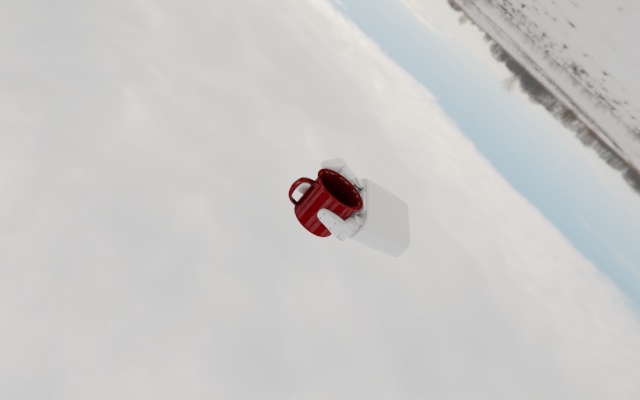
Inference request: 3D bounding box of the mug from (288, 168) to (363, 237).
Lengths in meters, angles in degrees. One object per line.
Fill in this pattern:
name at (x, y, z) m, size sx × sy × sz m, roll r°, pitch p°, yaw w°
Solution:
mug at (-0.001, 0.002, 0.790) m, size 0.117 × 0.081 × 0.093 m, roll 26°, pitch 30°, yaw -27°
